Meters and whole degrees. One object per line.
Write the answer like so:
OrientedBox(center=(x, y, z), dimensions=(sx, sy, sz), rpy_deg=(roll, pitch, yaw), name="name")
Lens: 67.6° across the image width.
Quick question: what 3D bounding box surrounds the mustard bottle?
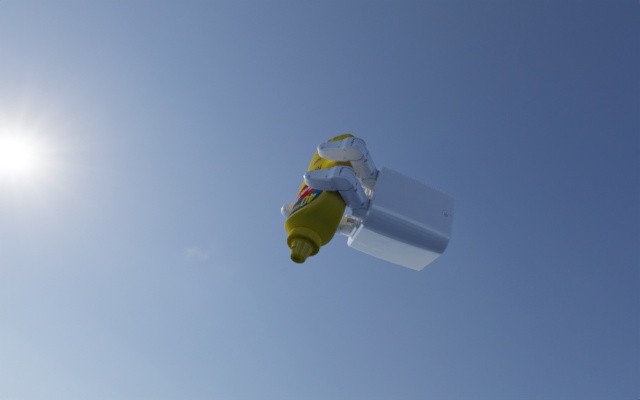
OrientedBox(center=(0.000, 0.002, 0.610), dimensions=(0.058, 0.191, 0.096), rpy_deg=(39, -45, -18), name="mustard bottle")
